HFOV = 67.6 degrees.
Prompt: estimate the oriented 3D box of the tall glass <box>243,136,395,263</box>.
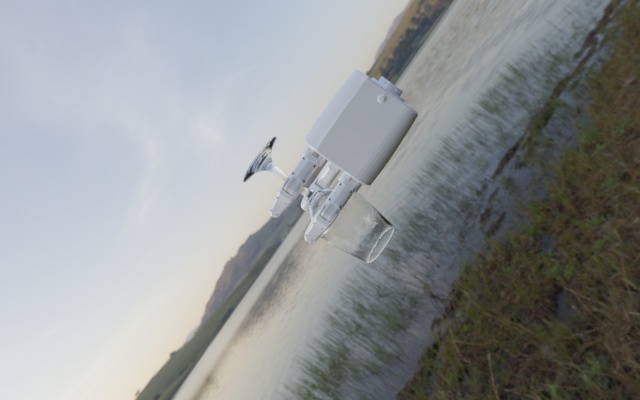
[{"bbox_3d":[-0.001,0.002,0.637,0.201,0.079,0.079,35,-1,-1],"label":"tall glass"}]
